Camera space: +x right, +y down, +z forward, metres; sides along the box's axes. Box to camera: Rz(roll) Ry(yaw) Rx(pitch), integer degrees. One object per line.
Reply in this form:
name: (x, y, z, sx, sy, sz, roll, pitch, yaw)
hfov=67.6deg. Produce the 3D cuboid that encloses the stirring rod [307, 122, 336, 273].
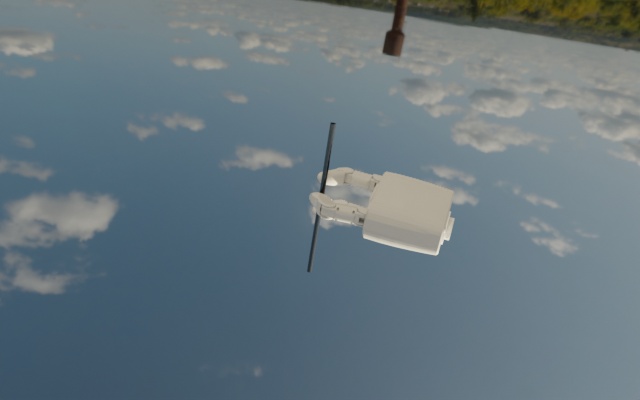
stirring rod: (0.000, 0.002, 0.710, 0.011, 0.240, 0.011, 8, 23, -3)
